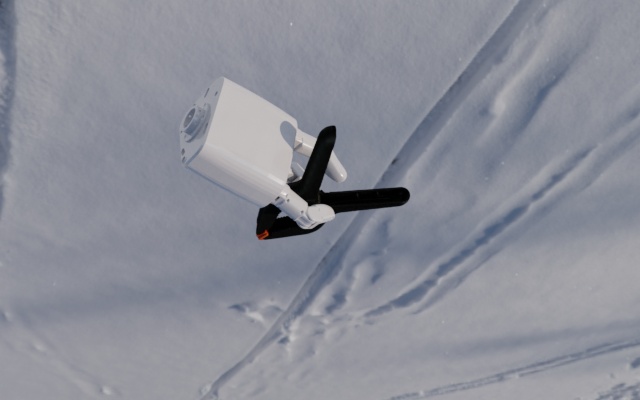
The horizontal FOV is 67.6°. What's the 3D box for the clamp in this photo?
[{"bbox_3d":[0.000,0.003,0.623,0.164,0.036,0.210,30,-49,-32],"label":"clamp"}]
